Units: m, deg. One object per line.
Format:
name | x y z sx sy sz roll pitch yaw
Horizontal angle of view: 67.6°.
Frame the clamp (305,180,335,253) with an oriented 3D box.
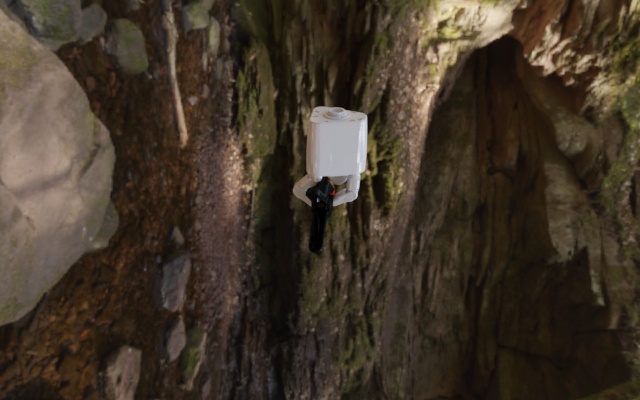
clamp | 0.001 0.003 0.880 0.039 0.120 0.171 5 30 5
